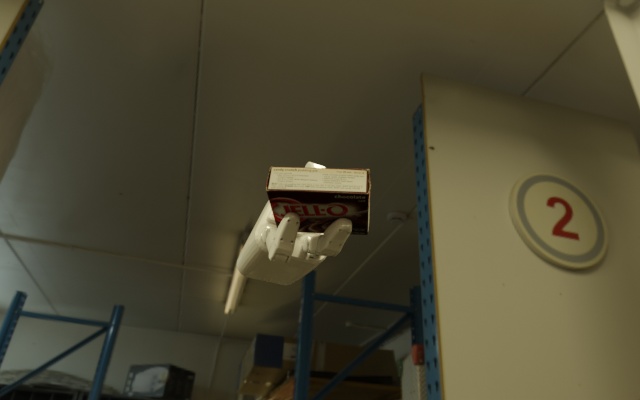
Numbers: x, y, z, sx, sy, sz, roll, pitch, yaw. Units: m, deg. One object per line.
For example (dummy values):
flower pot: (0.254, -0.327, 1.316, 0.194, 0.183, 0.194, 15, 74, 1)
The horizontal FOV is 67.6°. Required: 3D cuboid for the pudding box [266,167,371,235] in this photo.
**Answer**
pudding box: (0.000, 0.002, 0.547, 0.113, 0.039, 0.090, 0, -32, 5)
